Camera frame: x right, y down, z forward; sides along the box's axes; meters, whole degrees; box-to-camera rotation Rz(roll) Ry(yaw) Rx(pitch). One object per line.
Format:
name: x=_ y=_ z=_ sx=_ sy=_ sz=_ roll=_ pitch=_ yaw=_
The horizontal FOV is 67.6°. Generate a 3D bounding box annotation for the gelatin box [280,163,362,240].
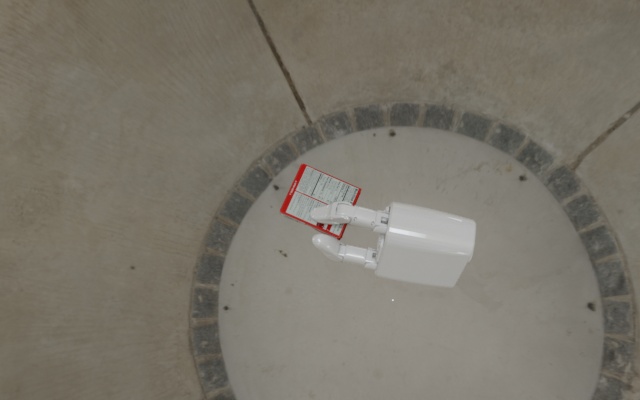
gelatin box: x=0.000 y=0.002 z=0.635 sx=0.089 sy=0.073 sz=0.030 roll=24 pitch=-10 yaw=0
